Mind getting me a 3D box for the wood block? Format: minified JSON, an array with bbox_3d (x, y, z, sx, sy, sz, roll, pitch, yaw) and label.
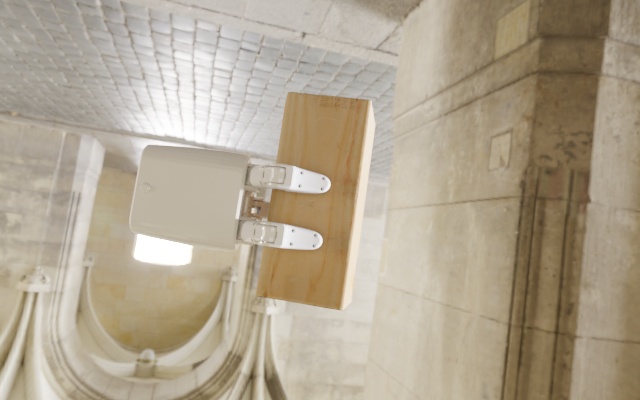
[{"bbox_3d":[0.000,0.002,0.508,0.090,0.206,0.091,8,-5,9],"label":"wood block"}]
